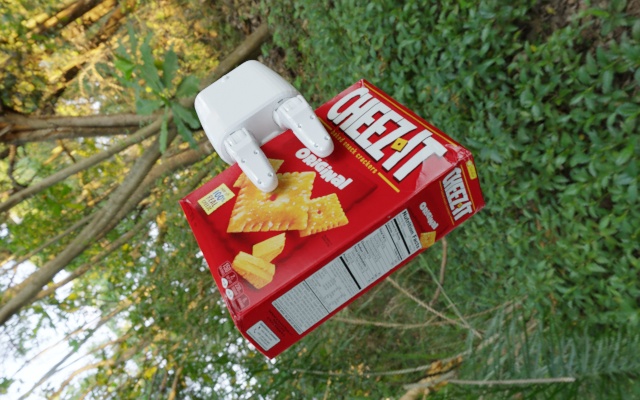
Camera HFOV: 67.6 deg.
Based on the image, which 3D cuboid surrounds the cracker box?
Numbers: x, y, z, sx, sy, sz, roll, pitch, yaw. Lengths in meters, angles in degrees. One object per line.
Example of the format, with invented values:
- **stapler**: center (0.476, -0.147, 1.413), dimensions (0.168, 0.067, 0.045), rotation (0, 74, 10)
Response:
- **cracker box**: center (0.000, 0.002, 0.412), dimensions (0.213, 0.072, 0.164), rotation (-35, 43, -4)
